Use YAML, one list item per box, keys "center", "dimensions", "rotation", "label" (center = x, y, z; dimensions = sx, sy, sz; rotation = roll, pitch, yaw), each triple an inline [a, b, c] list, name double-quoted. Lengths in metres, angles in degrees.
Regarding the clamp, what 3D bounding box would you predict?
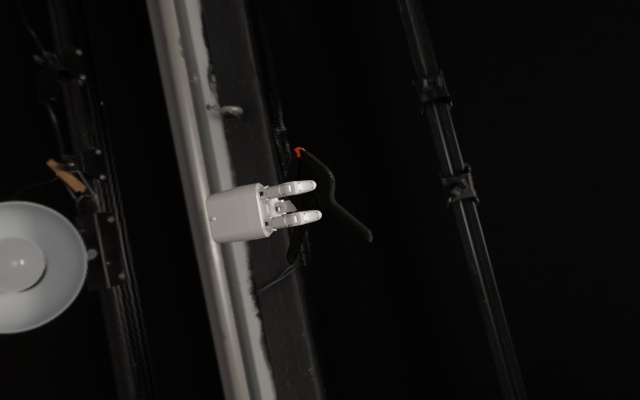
- center: [0.000, 0.002, 0.871]
  dimensions: [0.164, 0.210, 0.036]
  rotation: [-11, -1, 12]
  label: "clamp"
